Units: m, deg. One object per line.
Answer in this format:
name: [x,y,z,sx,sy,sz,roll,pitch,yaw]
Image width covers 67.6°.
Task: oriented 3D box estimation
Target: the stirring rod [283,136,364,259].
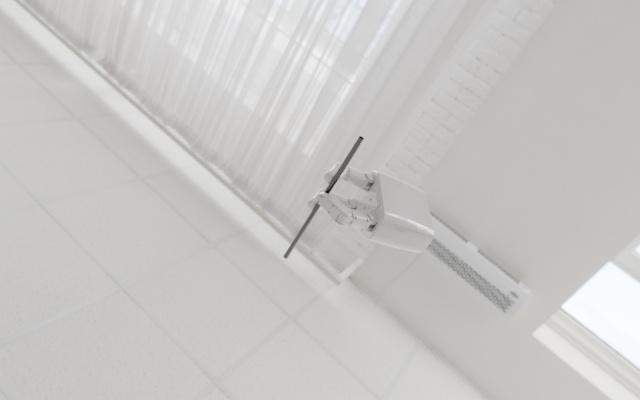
stirring rod: [0.000,0.002,0.720,0.011,0.240,0.011,25,29,-15]
